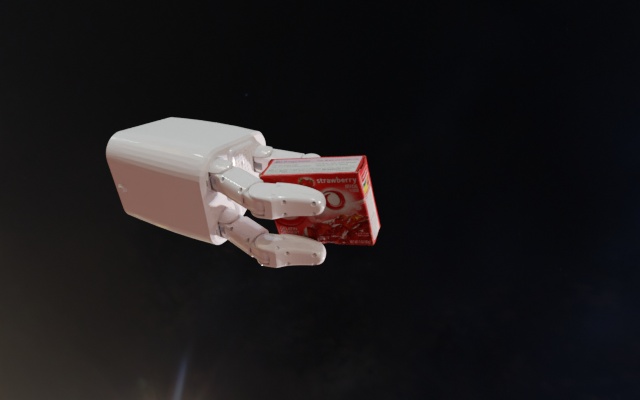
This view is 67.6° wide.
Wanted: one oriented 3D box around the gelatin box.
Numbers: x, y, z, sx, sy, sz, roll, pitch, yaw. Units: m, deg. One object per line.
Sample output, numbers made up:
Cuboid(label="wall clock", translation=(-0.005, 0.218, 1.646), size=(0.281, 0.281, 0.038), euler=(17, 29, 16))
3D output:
Cuboid(label="gelatin box", translation=(0.001, 0.001, 0.404), size=(0.089, 0.073, 0.030), euler=(0, 36, 22))
